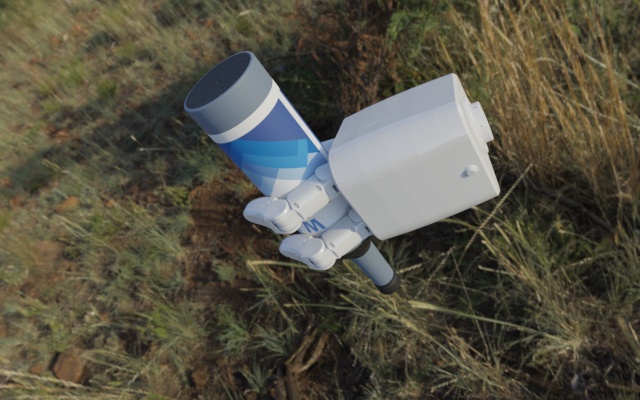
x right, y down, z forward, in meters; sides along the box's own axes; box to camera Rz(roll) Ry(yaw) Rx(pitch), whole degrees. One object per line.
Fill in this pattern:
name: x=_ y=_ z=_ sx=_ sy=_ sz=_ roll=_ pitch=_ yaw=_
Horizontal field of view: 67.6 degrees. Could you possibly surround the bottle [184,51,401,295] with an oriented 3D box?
bottle: x=0.000 y=0.001 z=0.443 sx=0.069 sy=0.069 sz=0.296 roll=0 pitch=-38 yaw=42
